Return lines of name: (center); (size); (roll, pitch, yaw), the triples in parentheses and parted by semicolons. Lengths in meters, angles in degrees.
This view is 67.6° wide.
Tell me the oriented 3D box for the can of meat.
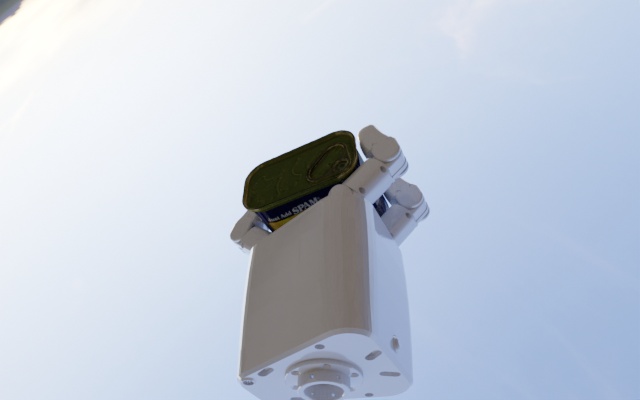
can of meat: (0.000, 0.002, 0.404); (0.102, 0.057, 0.084); (-22, -49, 17)
